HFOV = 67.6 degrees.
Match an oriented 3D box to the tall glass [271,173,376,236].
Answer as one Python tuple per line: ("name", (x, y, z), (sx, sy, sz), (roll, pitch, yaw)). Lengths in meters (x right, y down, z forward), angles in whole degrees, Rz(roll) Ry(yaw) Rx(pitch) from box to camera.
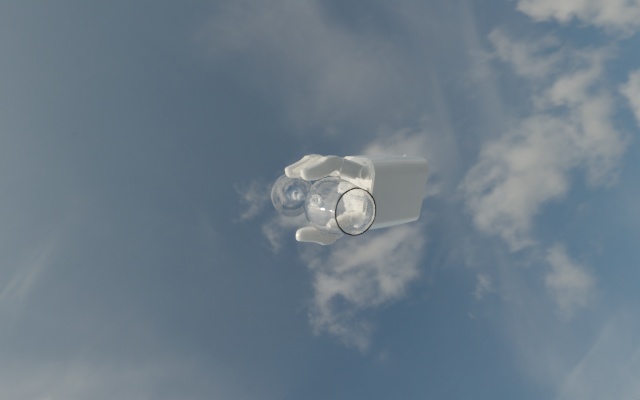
("tall glass", (0.000, 0.002, 0.690), (0.079, 0.079, 0.201), (0, 7, -27))
